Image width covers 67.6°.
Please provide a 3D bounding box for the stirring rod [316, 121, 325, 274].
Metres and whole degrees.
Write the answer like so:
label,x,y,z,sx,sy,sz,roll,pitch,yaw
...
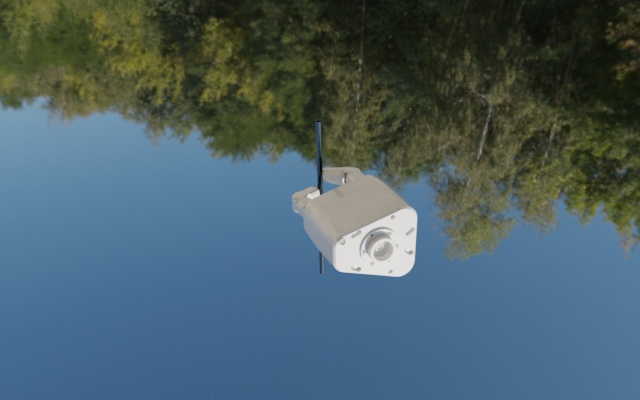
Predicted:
label,x,y,z,sx,sy,sz,roll,pitch,yaw
stirring rod,0.000,0.002,0.702,0.011,0.240,0.011,-1,23,1
